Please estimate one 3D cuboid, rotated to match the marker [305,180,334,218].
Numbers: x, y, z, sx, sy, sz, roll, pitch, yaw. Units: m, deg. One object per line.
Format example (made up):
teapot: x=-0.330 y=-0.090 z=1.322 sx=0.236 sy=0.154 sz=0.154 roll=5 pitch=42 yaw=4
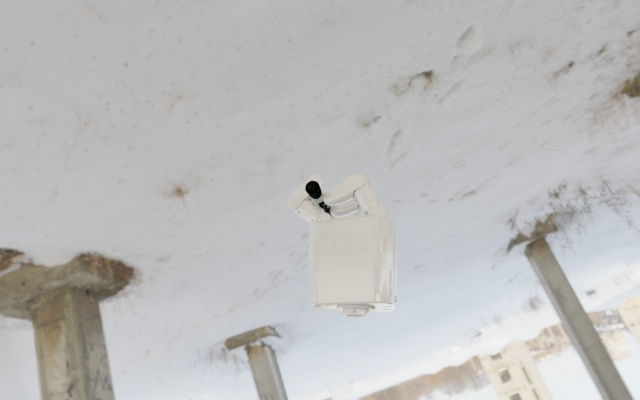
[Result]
marker: x=0.000 y=0.002 z=0.638 sx=0.020 sy=0.020 sz=0.121 roll=0 pitch=-19 yaw=11
